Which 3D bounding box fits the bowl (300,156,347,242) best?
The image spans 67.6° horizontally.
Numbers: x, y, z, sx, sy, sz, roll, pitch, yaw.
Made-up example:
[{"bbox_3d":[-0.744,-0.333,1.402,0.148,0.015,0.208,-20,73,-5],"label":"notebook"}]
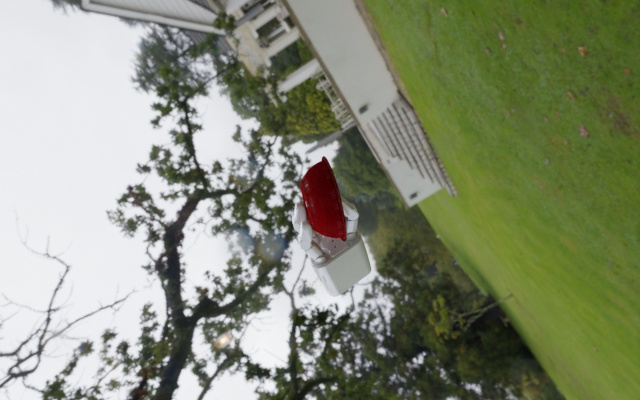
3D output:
[{"bbox_3d":[-0.001,0.002,0.872,0.055,0.162,0.162,-14,1,-6],"label":"bowl"}]
